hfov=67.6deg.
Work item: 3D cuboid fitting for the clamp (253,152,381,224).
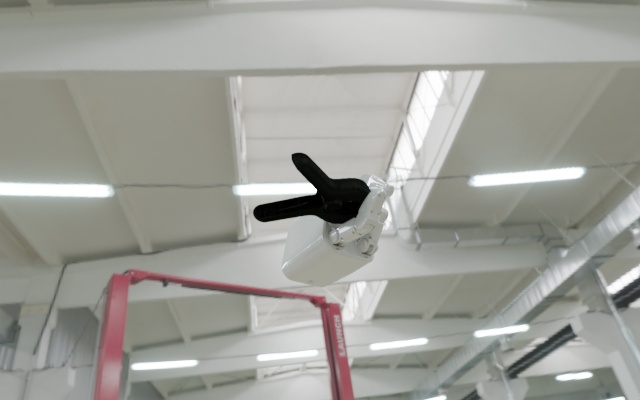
[{"bbox_3d":[0.000,0.002,0.624,0.171,0.039,0.120,20,-43,-36],"label":"clamp"}]
